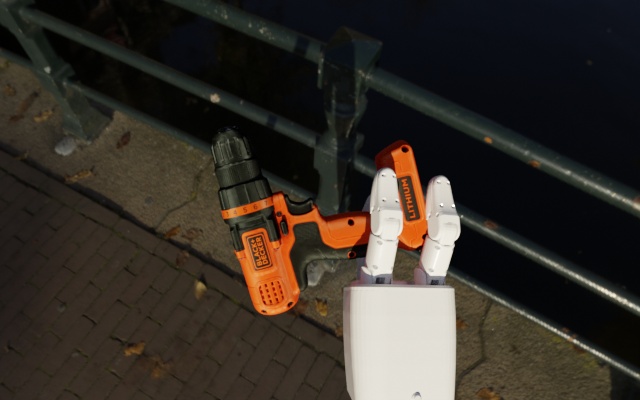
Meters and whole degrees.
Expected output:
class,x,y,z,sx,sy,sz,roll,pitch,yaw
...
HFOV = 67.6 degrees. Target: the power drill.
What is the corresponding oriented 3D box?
class,x,y,z,sx,sy,sz,roll,pitch,yaw
power drill,0.001,0.002,0.460,0.187,0.184,0.057,-15,8,0
